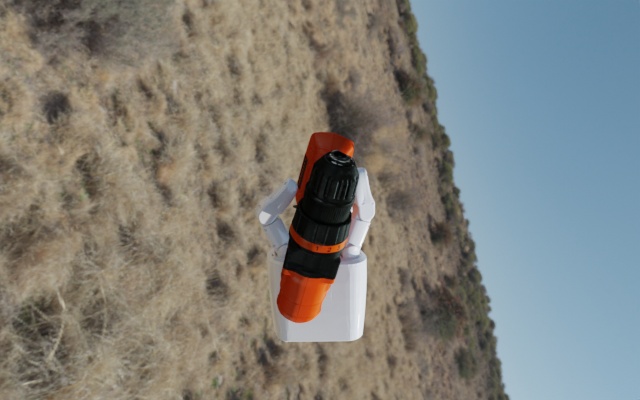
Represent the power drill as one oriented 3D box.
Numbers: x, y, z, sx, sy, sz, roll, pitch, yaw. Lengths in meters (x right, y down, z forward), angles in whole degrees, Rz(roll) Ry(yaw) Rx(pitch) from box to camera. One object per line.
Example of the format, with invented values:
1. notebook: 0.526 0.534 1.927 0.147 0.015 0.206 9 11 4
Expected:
1. power drill: 0.000 0.002 0.488 0.057 0.184 0.187 15 32 -3
